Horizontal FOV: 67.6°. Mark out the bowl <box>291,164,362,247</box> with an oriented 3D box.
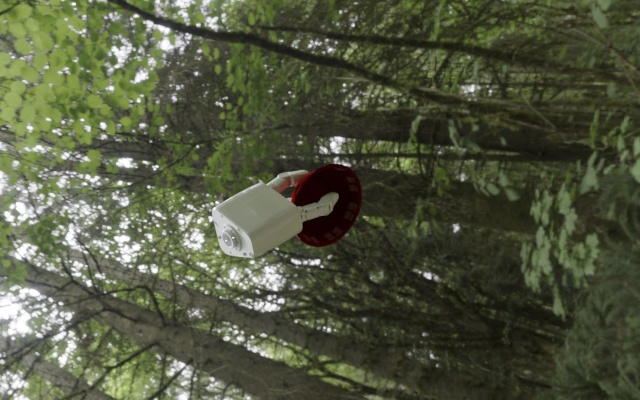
[{"bbox_3d":[0.001,0.003,0.895,0.162,0.162,0.055,0,18,-38],"label":"bowl"}]
